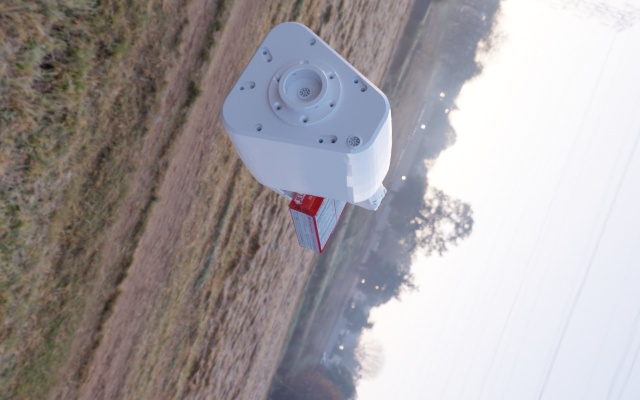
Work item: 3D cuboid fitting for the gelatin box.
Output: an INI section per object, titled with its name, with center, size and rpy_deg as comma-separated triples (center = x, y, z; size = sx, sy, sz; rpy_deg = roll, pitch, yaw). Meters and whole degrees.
[gelatin box]
center = 0.001, 0.002, 0.482
size = 0.030, 0.073, 0.089
rpy_deg = 20, -26, 17
